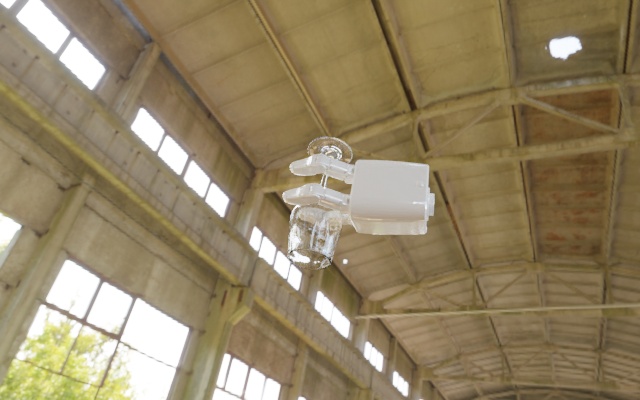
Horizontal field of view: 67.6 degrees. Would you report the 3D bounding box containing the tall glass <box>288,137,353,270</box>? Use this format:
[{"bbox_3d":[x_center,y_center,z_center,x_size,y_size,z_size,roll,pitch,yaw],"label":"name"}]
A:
[{"bbox_3d":[0.000,0.002,0.726,0.079,0.201,0.079,8,-33,5],"label":"tall glass"}]
